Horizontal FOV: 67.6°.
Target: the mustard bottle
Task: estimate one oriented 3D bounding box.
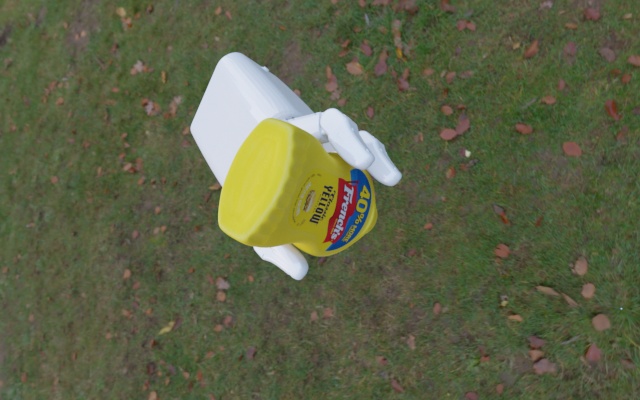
[{"bbox_3d":[0.000,0.002,0.426,0.058,0.096,0.192,23,2,34],"label":"mustard bottle"}]
